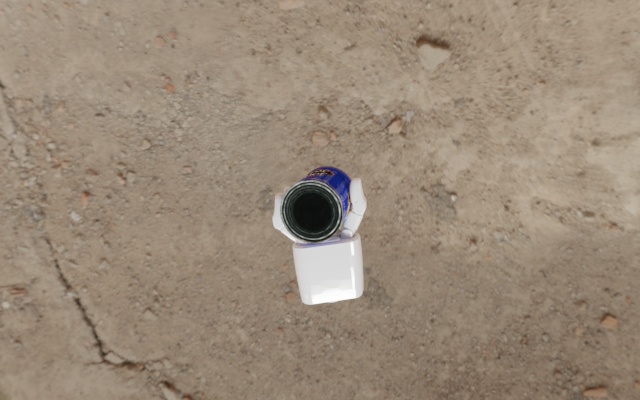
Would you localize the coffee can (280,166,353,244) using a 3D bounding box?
[{"bbox_3d":[0.000,0.002,0.805,0.103,0.103,0.140,0,13,12],"label":"coffee can"}]
